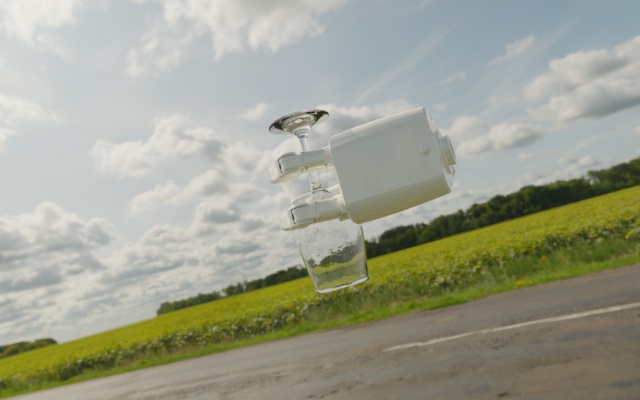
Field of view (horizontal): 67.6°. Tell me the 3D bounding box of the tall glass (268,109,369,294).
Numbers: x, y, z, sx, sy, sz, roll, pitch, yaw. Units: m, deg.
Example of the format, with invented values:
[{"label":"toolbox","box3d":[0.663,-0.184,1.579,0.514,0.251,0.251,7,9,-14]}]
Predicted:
[{"label":"tall glass","box3d":[0.000,0.001,0.552,0.079,0.201,0.079,-15,-8,-2]}]
